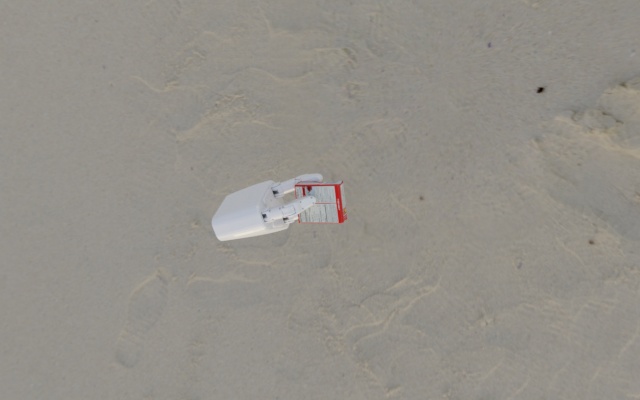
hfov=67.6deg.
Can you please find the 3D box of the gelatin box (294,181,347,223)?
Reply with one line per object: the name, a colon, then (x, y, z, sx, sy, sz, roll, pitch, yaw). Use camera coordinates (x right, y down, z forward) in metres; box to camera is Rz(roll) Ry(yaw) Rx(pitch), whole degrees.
gelatin box: (0.000, 0.003, 0.863, 0.089, 0.073, 0.030, 0, 17, 23)
